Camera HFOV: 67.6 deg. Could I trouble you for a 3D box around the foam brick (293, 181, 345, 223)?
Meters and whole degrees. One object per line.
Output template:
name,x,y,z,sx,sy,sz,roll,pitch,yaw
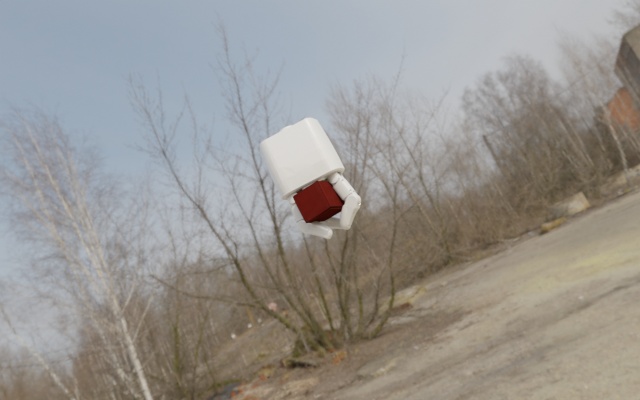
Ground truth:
foam brick,0.000,0.003,0.791,0.053,0.051,0.078,-31,-11,20
